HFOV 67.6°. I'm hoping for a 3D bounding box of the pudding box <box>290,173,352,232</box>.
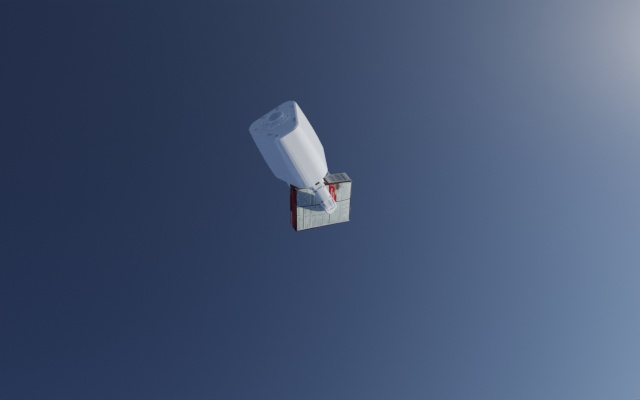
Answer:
[{"bbox_3d":[0.000,0.003,0.881,0.113,0.090,0.039,-9,31,-18],"label":"pudding box"}]
